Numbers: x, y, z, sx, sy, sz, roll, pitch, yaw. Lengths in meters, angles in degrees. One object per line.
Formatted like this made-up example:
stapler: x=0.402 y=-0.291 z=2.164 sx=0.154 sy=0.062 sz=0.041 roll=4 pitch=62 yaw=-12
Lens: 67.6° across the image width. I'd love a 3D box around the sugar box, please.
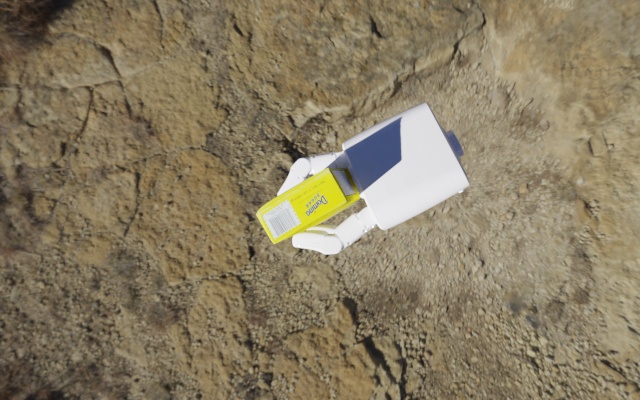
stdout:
sugar box: x=0.000 y=0.002 z=0.565 sx=0.093 sy=0.048 sz=0.176 roll=-30 pitch=-6 yaw=14
